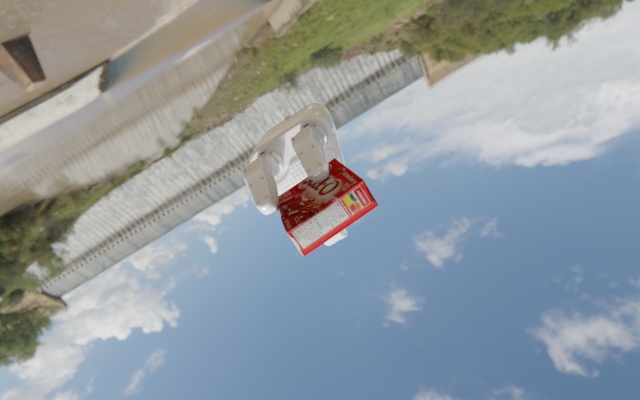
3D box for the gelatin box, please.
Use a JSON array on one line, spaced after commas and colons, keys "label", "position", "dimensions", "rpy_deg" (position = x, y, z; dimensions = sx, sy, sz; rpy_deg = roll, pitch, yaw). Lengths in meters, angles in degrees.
[{"label": "gelatin box", "position": [0.000, 0.002, 0.412], "dimensions": [0.073, 0.030, 0.089], "rpy_deg": [-34, 22, -1]}]
